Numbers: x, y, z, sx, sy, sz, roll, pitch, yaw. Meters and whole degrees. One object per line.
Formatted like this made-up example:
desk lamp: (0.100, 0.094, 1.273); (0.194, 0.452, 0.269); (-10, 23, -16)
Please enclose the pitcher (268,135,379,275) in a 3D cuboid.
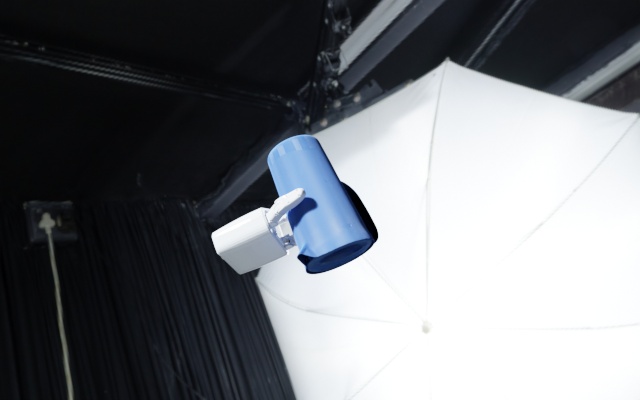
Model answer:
pitcher: (0.000, 0.003, 0.887); (0.145, 0.242, 0.149); (-26, -21, 5)
